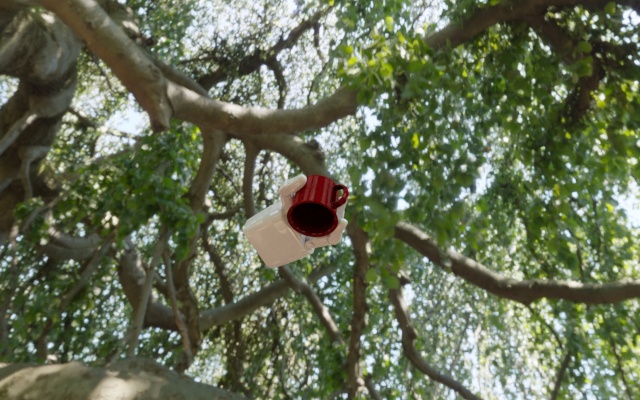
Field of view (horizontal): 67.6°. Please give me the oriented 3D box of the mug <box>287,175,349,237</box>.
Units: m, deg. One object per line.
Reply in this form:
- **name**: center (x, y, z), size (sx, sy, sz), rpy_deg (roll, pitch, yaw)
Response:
- **mug**: center (0.001, 0.002, 0.874), size (0.117, 0.081, 0.093), rpy_deg (-24, -56, 29)
